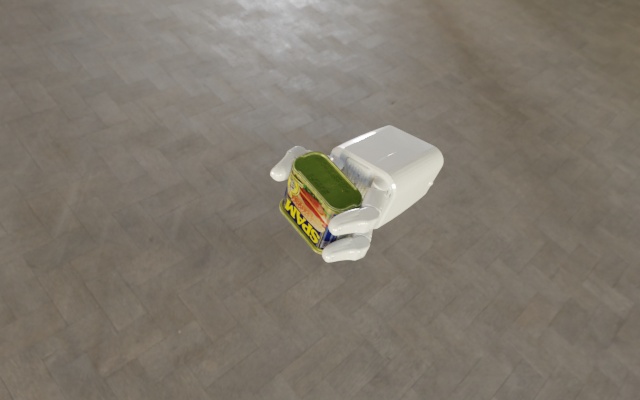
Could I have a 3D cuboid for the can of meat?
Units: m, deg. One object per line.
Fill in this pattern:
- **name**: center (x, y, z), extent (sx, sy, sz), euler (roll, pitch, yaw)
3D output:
- **can of meat**: center (0.000, 0.002, 0.591), extent (0.057, 0.102, 0.084), euler (-26, -29, -32)
